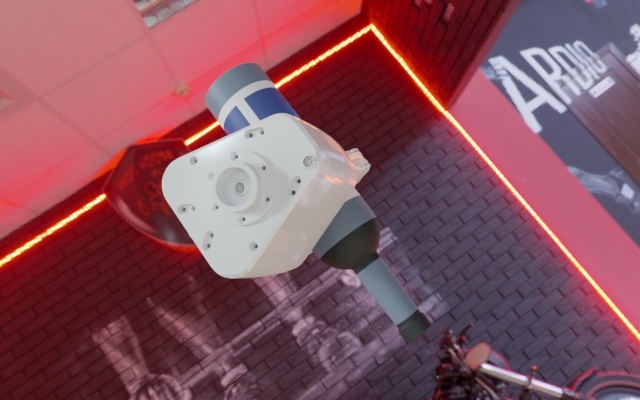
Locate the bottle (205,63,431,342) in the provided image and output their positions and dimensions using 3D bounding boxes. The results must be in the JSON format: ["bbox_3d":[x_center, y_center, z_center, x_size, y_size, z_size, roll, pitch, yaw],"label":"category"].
[{"bbox_3d":[0.000,0.001,0.448,0.069,0.295,0.069,-35,-12,-8],"label":"bottle"}]
